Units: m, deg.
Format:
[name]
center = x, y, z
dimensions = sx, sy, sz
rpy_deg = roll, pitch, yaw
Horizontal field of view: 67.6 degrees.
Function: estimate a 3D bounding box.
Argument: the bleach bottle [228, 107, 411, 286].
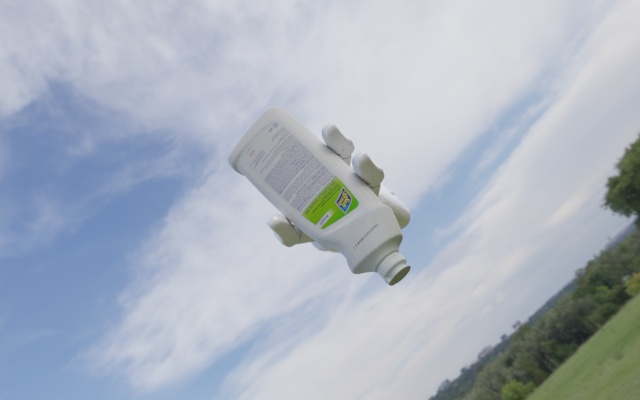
[bleach bottle]
center = 0.000, 0.002, 0.540
dimensions = 0.250, 0.102, 0.068
rpy_deg = 47, 14, 29
